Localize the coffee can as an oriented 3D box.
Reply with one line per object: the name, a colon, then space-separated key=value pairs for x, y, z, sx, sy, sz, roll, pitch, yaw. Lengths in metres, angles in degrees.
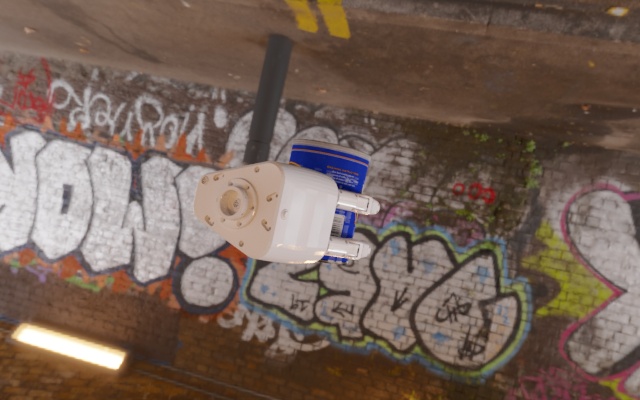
coffee can: x=0.000 y=0.002 z=0.611 sx=0.103 sy=0.140 sz=0.103 roll=12 pitch=-1 yaw=0
